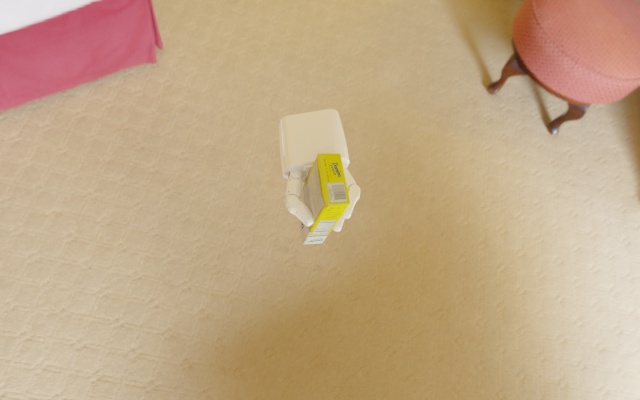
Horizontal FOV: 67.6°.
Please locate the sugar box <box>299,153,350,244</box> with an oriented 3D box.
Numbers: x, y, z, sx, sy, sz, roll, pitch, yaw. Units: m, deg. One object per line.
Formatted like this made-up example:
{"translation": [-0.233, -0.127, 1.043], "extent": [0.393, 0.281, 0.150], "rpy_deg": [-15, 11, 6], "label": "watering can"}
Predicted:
{"translation": [0.001, 0.002, 0.820], "extent": [0.048, 0.093, 0.176], "rpy_deg": [-3, -24, -14], "label": "sugar box"}
